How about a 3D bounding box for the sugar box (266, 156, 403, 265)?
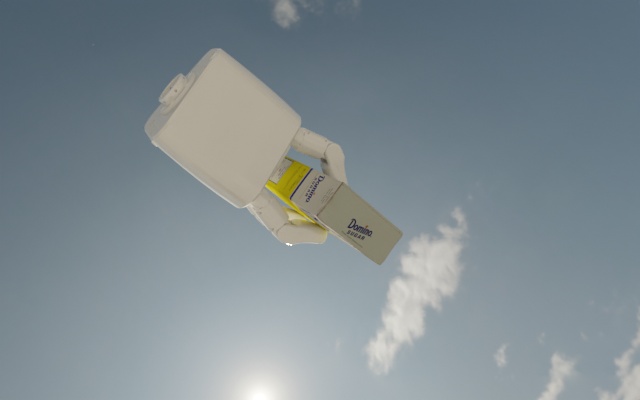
[{"bbox_3d":[0.000,0.002,0.509,0.093,0.048,0.176,38,-2,-30],"label":"sugar box"}]
